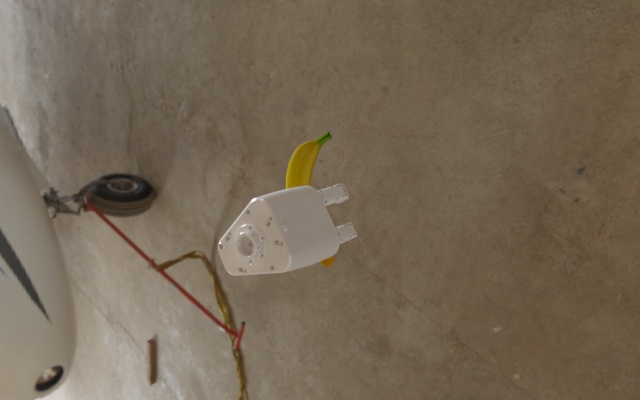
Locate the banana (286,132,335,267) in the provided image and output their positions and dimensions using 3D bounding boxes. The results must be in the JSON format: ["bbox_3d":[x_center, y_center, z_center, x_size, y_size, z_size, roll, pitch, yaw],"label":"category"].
[{"bbox_3d":[-0.017,-0.001,0.702,0.069,0.198,0.037,-2,0,23],"label":"banana"}]
